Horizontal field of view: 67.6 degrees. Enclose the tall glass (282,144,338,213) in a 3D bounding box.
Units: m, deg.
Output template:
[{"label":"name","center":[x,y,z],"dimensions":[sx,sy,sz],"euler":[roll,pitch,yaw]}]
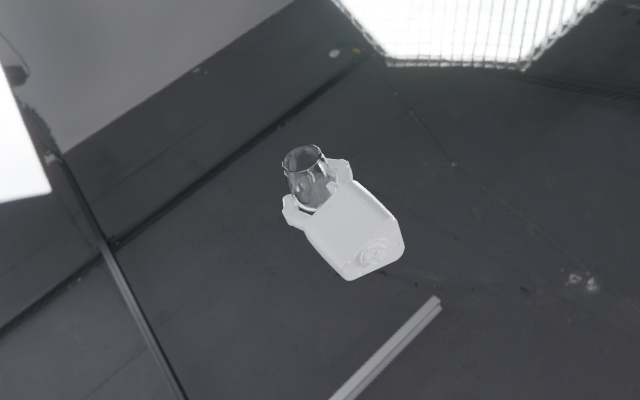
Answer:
[{"label":"tall glass","center":[0.000,0.003,0.787],"dimensions":[0.079,0.079,0.201],"euler":[0,-42,24]}]
